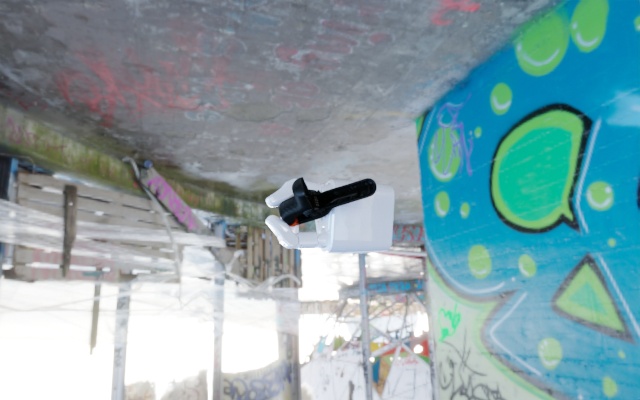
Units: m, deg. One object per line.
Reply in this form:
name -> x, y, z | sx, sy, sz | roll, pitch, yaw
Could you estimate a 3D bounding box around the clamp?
clamp -> 0.000, 0.003, 0.679 | 0.120, 0.039, 0.171 | 3, -15, -18
